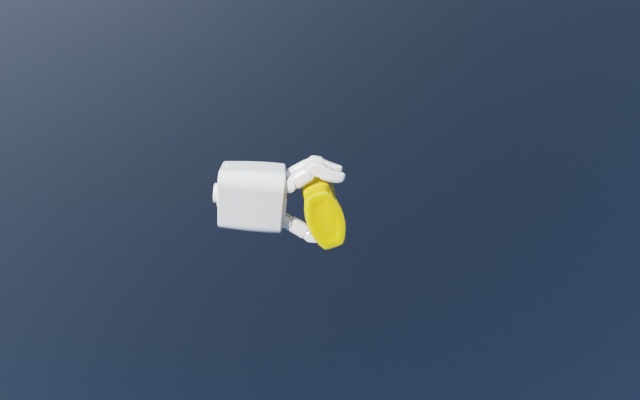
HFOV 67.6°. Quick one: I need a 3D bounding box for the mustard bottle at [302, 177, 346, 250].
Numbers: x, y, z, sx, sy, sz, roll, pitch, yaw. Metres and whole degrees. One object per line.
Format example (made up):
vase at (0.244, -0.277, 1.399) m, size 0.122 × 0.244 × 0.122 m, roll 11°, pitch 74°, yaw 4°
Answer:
mustard bottle at (0.000, 0.003, 0.800) m, size 0.058 × 0.096 × 0.191 m, roll -20°, pitch 19°, yaw 2°
